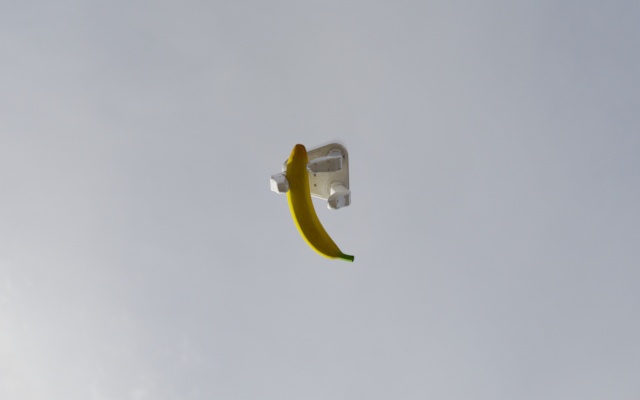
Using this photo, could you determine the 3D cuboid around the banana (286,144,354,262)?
[{"bbox_3d":[-0.015,0.012,0.738,0.069,0.198,0.037,-23,7,18],"label":"banana"}]
